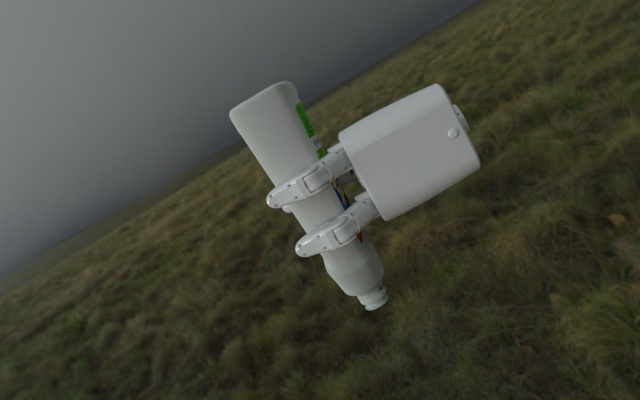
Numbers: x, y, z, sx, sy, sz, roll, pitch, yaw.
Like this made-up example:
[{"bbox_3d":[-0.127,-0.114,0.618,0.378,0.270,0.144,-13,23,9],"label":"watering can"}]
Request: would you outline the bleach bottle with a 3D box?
[{"bbox_3d":[0.000,0.002,0.503,0.068,0.251,0.102,-28,11,9],"label":"bleach bottle"}]
